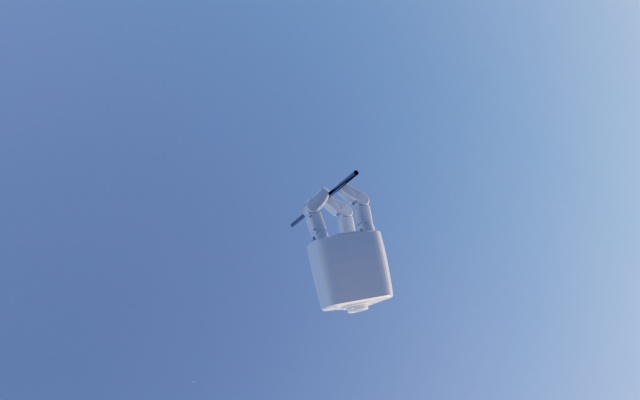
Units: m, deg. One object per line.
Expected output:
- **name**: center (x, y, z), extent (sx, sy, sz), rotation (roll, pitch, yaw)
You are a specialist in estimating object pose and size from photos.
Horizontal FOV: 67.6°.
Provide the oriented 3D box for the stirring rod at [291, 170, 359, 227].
- **stirring rod**: center (0.000, 0.003, 0.812), extent (0.011, 0.011, 0.240), rotation (0, -22, -29)
